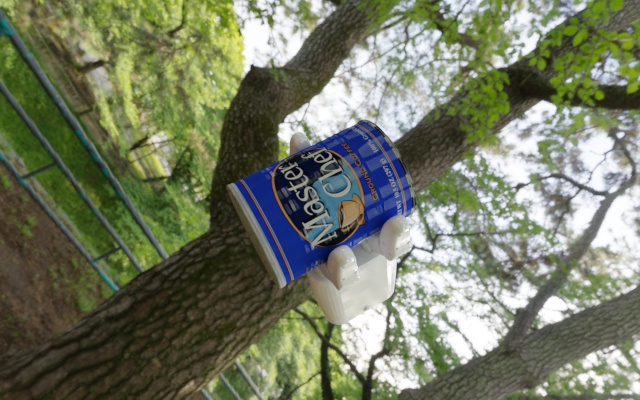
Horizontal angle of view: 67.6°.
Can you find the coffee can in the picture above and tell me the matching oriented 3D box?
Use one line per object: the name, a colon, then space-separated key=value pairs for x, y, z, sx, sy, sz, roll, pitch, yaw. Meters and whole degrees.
coffee can: x=0.000 y=0.001 z=0.437 sx=0.140 sy=0.103 sz=0.103 roll=-27 pitch=6 yaw=-12
